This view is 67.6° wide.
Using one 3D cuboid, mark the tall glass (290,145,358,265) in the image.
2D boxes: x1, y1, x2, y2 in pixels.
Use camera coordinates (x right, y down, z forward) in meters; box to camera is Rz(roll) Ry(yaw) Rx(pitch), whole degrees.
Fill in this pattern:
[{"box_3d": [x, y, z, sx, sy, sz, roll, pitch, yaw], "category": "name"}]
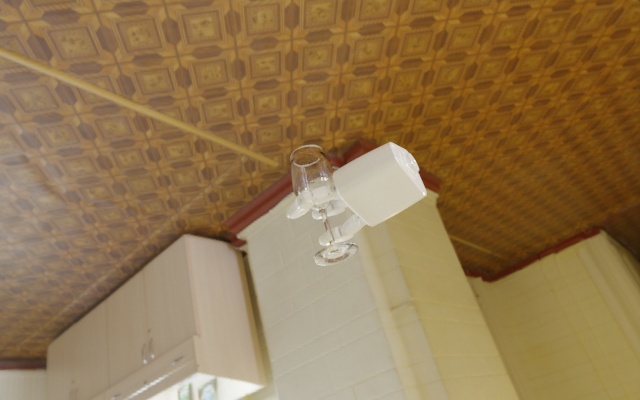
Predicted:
[{"box_3d": [0.000, 0.003, 0.804, 0.079, 0.201, 0.079, -13, -30, -7], "category": "tall glass"}]
